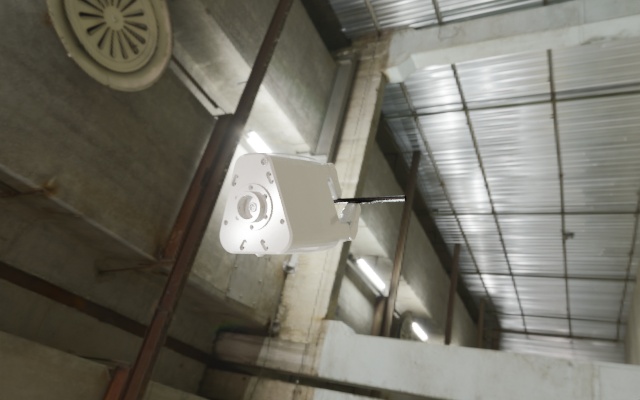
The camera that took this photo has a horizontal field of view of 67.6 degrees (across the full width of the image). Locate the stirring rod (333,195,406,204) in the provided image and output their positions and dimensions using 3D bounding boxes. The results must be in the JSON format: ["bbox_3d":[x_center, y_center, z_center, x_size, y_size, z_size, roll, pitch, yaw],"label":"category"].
[{"bbox_3d":[0.000,0.002,0.652,0.239,0.011,0.011,-2,-1,28],"label":"stirring rod"}]
